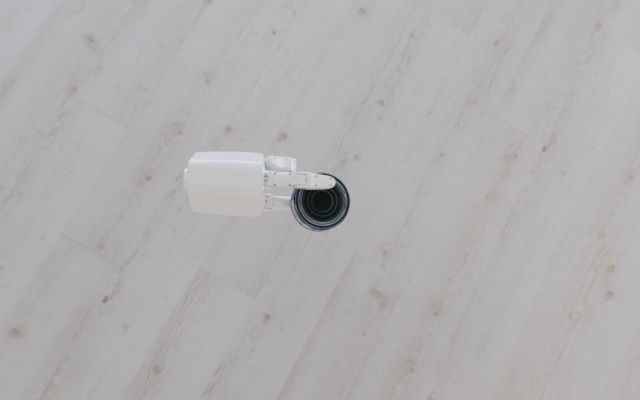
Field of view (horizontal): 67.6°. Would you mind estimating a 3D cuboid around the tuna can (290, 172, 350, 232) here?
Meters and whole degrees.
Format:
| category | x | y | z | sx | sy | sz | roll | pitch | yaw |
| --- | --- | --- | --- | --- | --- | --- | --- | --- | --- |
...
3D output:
| category | x | y | z | sx | sy | sz | roll | pitch | yaw |
| --- | --- | --- | --- | --- | --- | --- | --- | --- | --- |
| tuna can | 0.000 | 0.002 | 0.706 | 0.086 | 0.086 | 0.034 | 0 | -7 | -12 |
